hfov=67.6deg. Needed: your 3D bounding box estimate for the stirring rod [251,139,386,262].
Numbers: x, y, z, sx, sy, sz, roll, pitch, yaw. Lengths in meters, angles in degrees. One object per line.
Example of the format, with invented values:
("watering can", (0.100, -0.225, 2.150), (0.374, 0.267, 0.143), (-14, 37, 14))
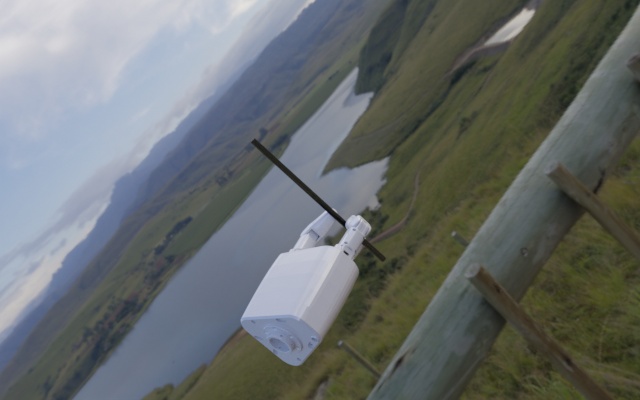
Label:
("stirring rod", (0.000, 0.002, 0.638), (0.239, 0.011, 0.011), (42, -9, -10))
